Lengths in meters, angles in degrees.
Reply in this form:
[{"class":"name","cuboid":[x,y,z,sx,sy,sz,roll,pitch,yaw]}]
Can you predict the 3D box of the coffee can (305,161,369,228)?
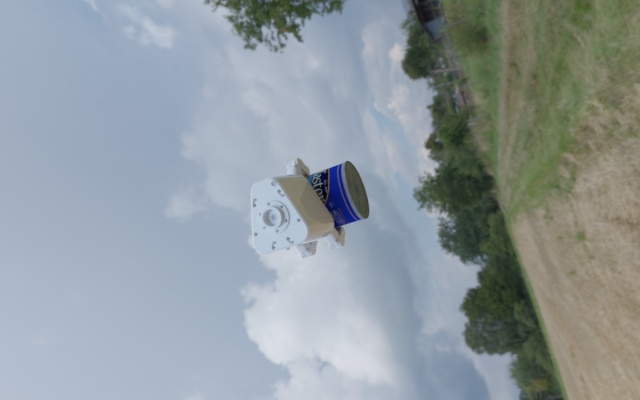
[{"class":"coffee can","cuboid":[0.000,0.003,0.820,0.140,0.103,0.103,-19,-6,19]}]
